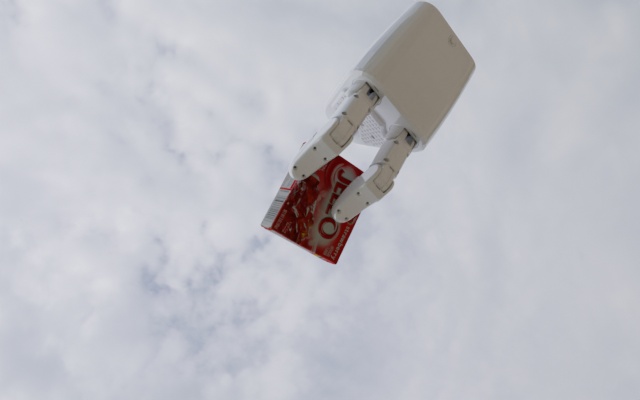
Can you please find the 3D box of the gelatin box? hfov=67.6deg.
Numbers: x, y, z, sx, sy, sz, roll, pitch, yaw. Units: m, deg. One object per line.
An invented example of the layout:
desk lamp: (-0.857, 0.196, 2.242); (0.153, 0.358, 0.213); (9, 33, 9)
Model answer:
gelatin box: (0.000, 0.002, 0.428); (0.073, 0.089, 0.030); (32, -10, -25)
